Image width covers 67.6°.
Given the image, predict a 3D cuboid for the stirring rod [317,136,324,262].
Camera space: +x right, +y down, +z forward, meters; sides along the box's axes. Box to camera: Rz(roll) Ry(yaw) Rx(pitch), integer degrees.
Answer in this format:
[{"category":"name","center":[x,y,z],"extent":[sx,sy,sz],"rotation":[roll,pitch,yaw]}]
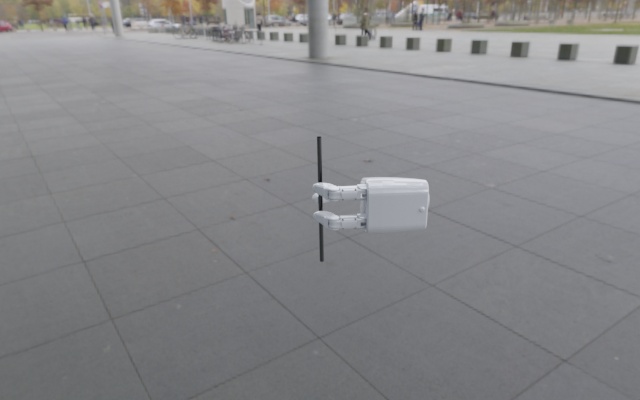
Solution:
[{"category":"stirring rod","center":[0.000,0.003,0.864],"extent":[0.011,0.240,0.011],"rotation":[-1,21,0]}]
